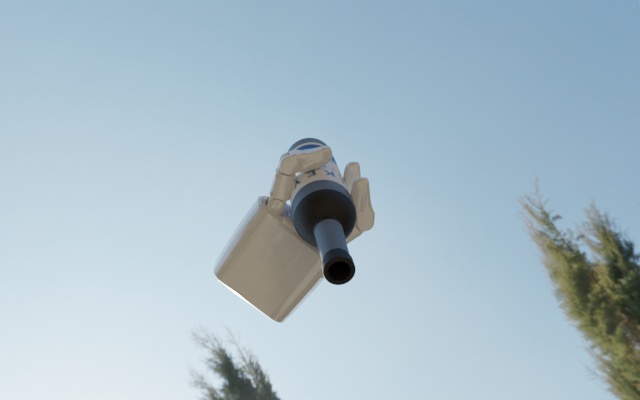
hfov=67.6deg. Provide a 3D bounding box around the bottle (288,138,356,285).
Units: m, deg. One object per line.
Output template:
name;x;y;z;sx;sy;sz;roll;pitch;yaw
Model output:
bottle;0.000;0.002;0.528;0.069;0.069;0.295;0;23;-7
